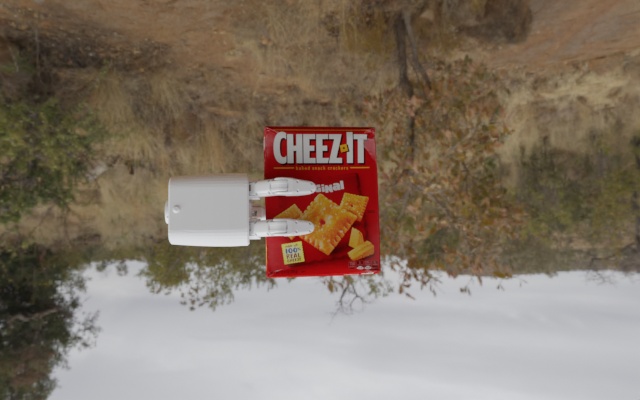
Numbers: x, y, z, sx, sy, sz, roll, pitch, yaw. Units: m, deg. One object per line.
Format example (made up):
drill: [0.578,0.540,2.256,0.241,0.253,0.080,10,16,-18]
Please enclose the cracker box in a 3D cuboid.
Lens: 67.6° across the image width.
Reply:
cracker box: [0.000,0.002,0.696,0.164,0.213,0.072,-1,-5,-8]
